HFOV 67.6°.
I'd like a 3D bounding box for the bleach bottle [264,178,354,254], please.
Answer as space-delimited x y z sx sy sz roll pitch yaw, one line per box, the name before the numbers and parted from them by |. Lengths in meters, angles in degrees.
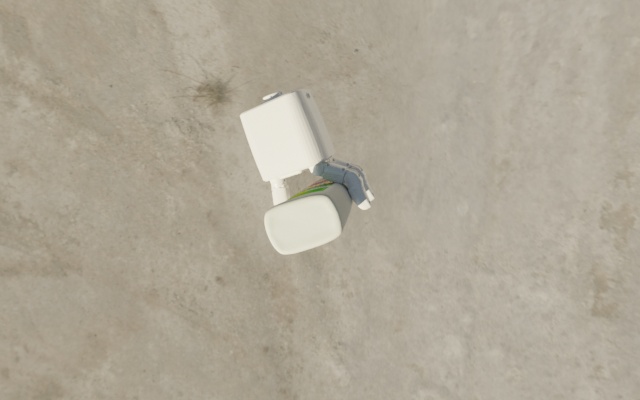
bleach bottle | 0.000 0.002 0.716 0.102 0.068 0.250 -18 9 13
